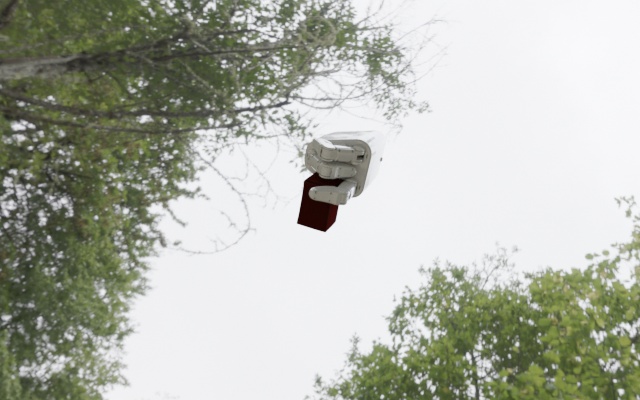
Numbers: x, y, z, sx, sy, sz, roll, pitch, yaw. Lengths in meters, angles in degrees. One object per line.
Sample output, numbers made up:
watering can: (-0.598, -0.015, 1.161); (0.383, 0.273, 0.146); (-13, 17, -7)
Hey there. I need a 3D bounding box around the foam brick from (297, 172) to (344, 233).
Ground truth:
foam brick: (0.000, 0.003, 0.767); (0.053, 0.078, 0.051); (18, 24, 15)
